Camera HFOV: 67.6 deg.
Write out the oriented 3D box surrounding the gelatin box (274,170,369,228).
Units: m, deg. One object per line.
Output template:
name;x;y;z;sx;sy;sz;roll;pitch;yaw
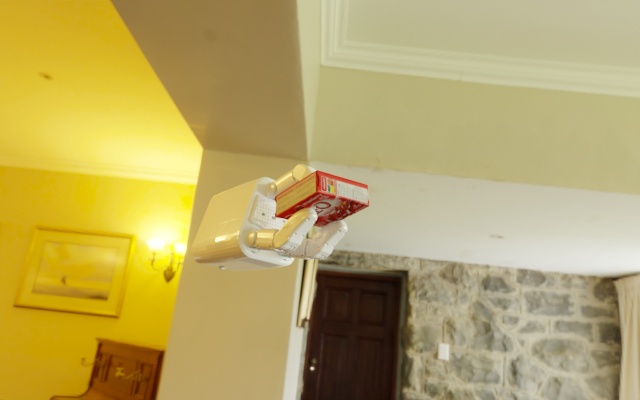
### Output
gelatin box;0.000;0.001;0.548;0.073;0.030;0.089;15;-29;-34
